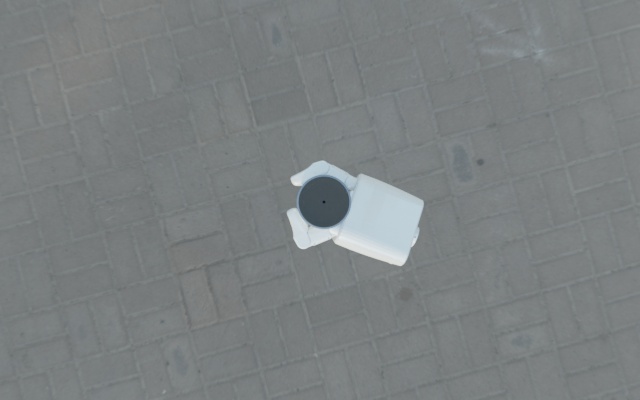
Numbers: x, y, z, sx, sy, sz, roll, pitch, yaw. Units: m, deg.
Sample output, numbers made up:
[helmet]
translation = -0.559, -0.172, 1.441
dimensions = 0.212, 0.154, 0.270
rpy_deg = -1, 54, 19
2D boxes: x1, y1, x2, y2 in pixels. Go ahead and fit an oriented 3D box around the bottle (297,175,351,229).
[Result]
[bottle]
translation = 0.000, 0.002, 0.723
dimensions = 0.069, 0.069, 0.296
rpy_deg = 0, 0, -2
